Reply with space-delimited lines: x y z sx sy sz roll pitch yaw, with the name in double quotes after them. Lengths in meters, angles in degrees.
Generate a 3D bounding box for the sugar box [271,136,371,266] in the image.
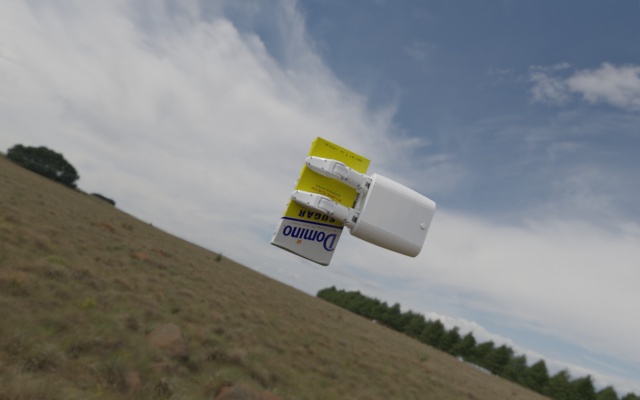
0.000 0.002 0.726 0.093 0.176 0.048 23 -11 -8 "sugar box"
